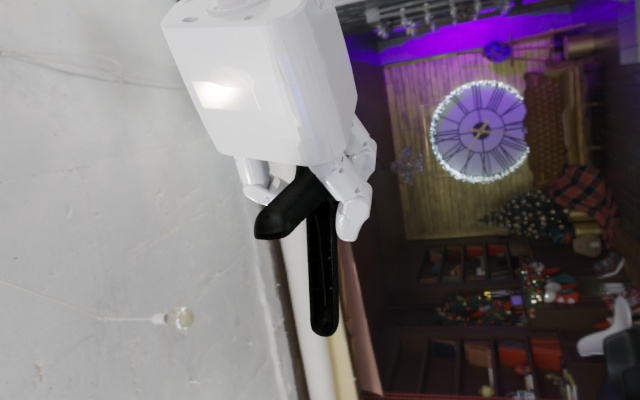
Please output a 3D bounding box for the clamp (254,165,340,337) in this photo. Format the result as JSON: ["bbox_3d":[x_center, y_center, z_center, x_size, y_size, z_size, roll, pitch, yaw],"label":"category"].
[{"bbox_3d":[-0.001,0.001,0.418,0.036,0.209,0.165,-2,-45,15],"label":"clamp"}]
